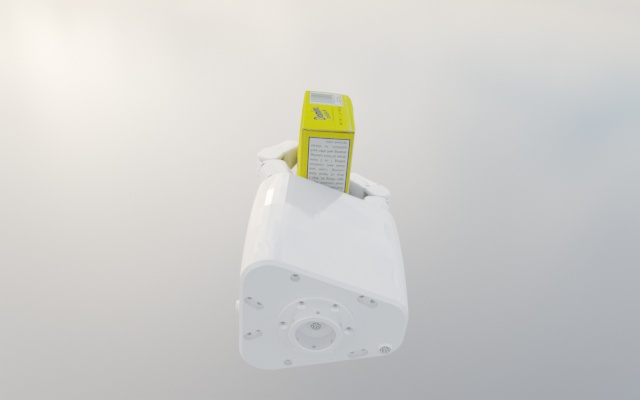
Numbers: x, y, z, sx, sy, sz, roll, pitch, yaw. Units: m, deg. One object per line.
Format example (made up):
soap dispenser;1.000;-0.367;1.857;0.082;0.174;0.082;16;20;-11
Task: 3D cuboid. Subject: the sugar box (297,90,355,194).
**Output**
sugar box;0.000;0.001;0.427;0.048;0.176;0.093;5;30;-2
